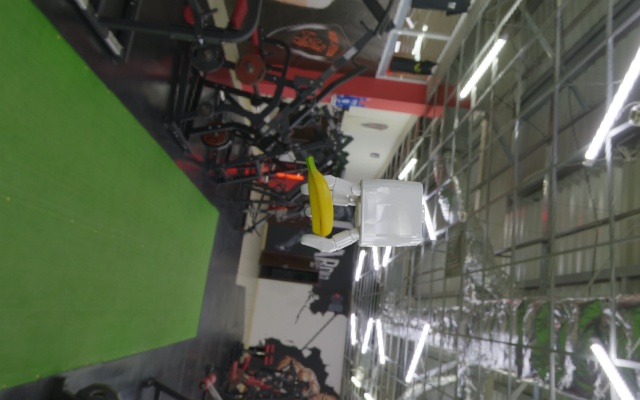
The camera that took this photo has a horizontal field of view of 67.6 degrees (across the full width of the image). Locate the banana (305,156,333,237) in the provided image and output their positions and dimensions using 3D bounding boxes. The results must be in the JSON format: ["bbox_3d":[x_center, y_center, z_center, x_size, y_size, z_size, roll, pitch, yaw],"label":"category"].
[{"bbox_3d":[0.001,0.015,0.792,0.037,0.069,0.198,-5,-38,-1],"label":"banana"}]
